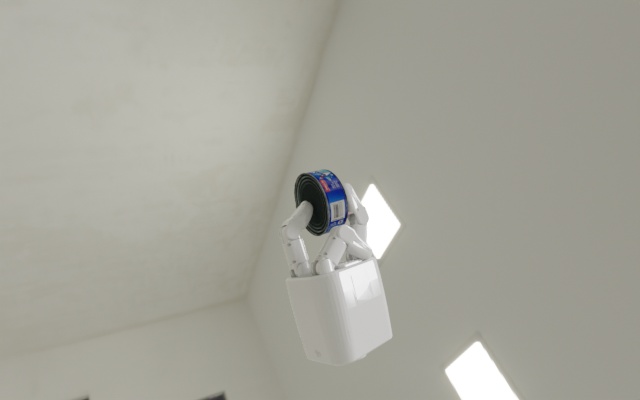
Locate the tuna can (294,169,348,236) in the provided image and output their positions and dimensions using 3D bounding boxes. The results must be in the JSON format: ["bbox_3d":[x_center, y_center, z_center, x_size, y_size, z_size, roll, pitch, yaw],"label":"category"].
[{"bbox_3d":[0.001,0.002,0.637,0.034,0.086,0.086,-15,8,-29],"label":"tuna can"}]
